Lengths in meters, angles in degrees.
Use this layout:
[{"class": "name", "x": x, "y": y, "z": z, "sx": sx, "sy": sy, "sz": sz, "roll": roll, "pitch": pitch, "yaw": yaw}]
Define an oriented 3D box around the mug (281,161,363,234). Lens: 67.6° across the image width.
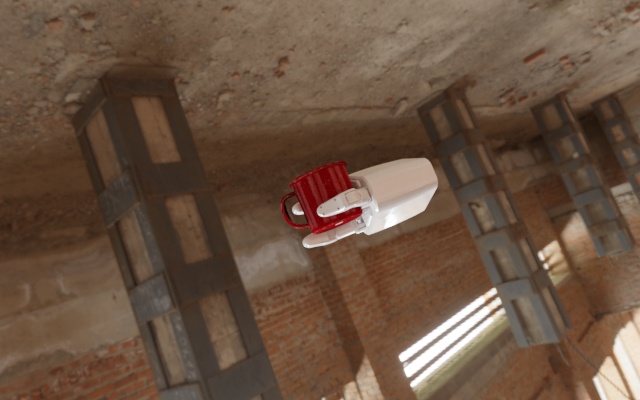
[{"class": "mug", "x": -0.001, "y": 0.003, "z": 0.696, "sx": 0.117, "sy": 0.081, "sz": 0.093, "roll": -20, "pitch": -8, "yaw": -13}]
